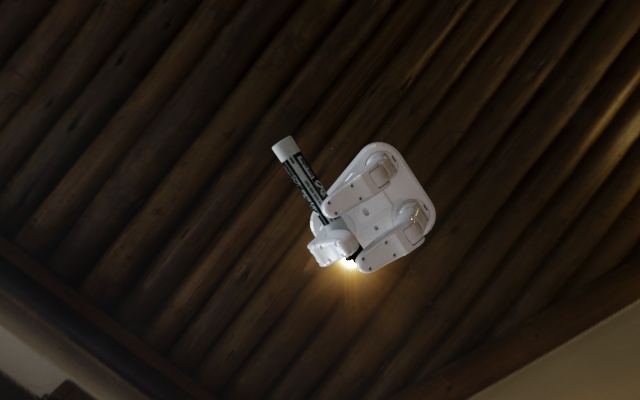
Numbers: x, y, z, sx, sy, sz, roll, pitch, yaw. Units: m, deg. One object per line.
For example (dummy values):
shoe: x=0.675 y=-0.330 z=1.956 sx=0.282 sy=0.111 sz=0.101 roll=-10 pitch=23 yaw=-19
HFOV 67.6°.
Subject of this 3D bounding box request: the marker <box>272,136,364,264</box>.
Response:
marker: x=0.000 y=0.001 z=0.402 sx=0.020 sy=0.121 sz=0.020 roll=-33 pitch=5 yaw=3
